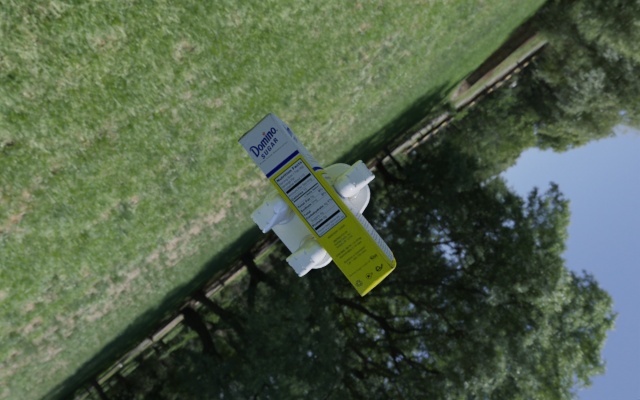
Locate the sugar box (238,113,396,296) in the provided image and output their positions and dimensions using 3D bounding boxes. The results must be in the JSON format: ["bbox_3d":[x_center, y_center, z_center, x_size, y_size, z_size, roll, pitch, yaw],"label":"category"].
[{"bbox_3d":[0.000,0.002,0.457,0.048,0.176,0.093,-41,-2,6],"label":"sugar box"}]
